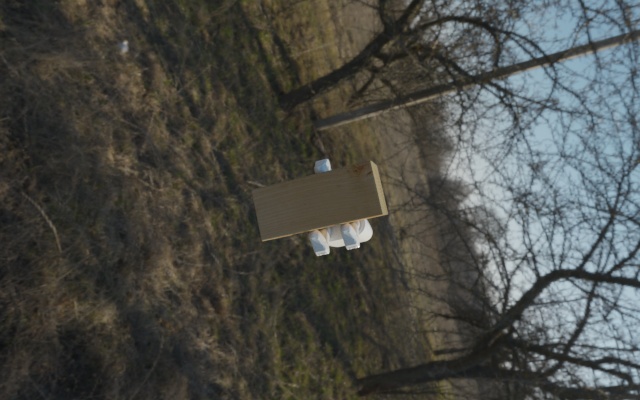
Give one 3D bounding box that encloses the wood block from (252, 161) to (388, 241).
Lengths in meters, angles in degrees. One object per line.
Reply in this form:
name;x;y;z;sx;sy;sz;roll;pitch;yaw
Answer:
wood block;0.000;0.002;0.813;0.206;0.091;0.090;-13;-4;13
